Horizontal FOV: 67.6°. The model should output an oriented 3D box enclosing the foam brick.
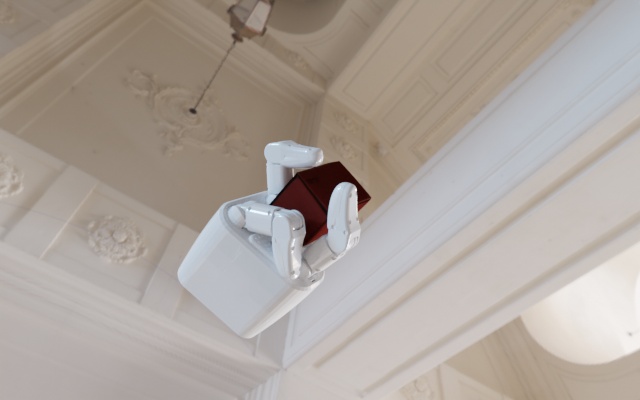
[{"bbox_3d":[0.000,0.001,0.460,0.051,0.053,0.078,-47,-16,33],"label":"foam brick"}]
